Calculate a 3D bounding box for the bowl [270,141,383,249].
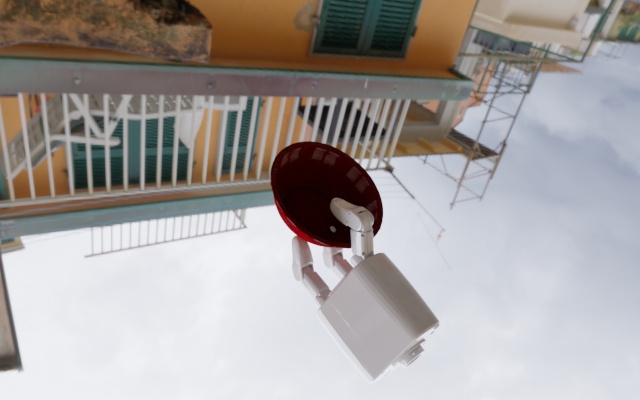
[{"bbox_3d":[-0.001,0.001,0.623,0.162,0.162,0.055,0,-32,-33],"label":"bowl"}]
